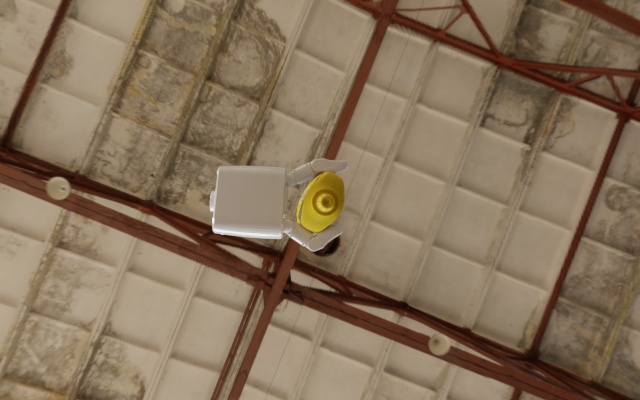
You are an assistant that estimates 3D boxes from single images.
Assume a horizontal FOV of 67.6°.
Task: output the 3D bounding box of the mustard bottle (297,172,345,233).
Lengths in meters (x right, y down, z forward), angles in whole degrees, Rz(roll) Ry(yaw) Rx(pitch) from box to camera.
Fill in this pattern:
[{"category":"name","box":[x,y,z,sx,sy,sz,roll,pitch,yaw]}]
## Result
[{"category":"mustard bottle","box":[0.000,0.003,0.751,0.058,0.096,0.191,28,-2,-4]}]
